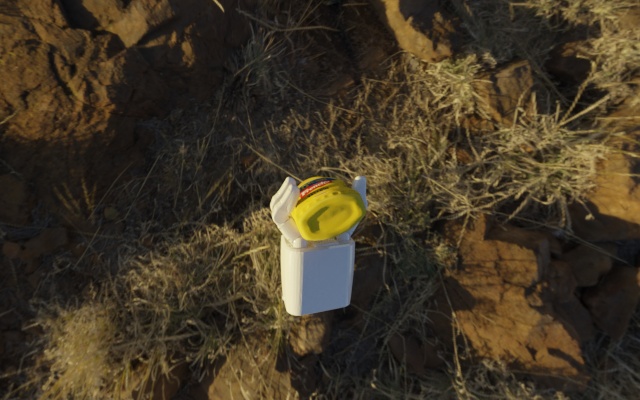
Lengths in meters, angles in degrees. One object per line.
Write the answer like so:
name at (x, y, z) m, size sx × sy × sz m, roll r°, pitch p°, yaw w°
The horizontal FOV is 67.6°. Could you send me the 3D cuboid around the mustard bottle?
mustard bottle at (0.000, 0.002, 0.729) m, size 0.096 × 0.058 × 0.191 m, roll -25°, pitch 16°, yaw -4°
